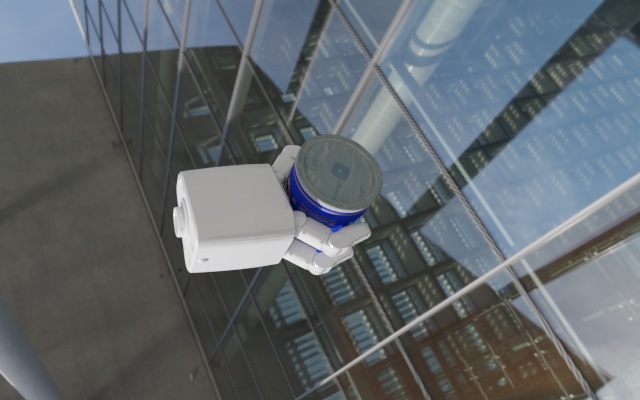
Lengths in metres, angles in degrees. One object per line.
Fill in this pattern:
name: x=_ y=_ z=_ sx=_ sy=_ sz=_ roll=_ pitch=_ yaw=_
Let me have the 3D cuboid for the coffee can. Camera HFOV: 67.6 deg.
coffee can: x=0.000 y=0.002 z=0.586 sx=0.103 sy=0.102 sz=0.140 roll=0 pitch=-31 yaw=-22
